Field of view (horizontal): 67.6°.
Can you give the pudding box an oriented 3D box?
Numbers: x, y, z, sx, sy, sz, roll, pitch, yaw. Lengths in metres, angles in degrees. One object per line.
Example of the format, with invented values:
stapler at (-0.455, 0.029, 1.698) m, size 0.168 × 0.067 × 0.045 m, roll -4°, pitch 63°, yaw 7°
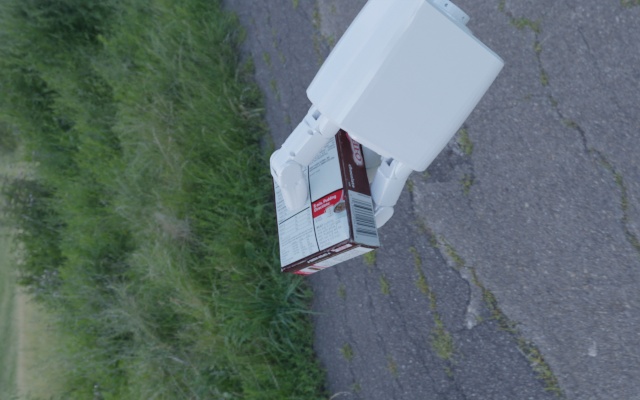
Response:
pudding box at (0.000, 0.001, 0.432) m, size 0.039 × 0.113 × 0.090 m, roll 18°, pitch -34°, yaw -42°
